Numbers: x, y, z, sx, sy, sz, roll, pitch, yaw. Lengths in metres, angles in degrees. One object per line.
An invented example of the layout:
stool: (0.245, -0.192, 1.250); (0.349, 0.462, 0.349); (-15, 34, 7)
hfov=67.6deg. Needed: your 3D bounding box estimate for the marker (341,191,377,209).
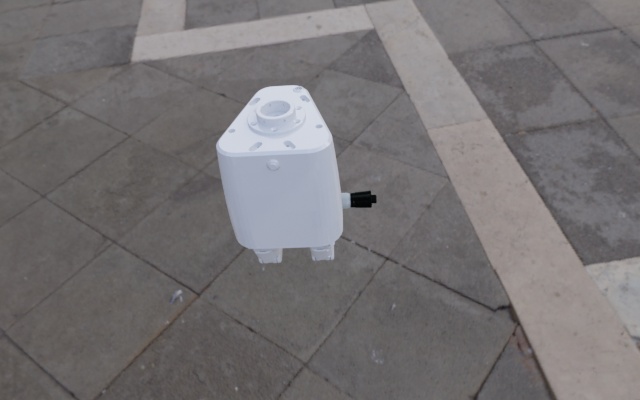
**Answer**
marker: (0.000, 0.002, 0.517); (0.121, 0.020, 0.020); (-3, 0, 3)
